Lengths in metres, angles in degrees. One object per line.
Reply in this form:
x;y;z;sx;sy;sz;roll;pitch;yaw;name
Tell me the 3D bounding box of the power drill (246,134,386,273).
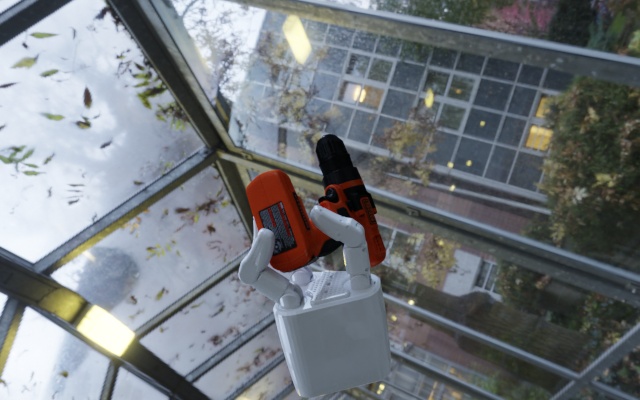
0.000;0.002;0.566;0.057;0.184;0.187;-28;-12;33;power drill
